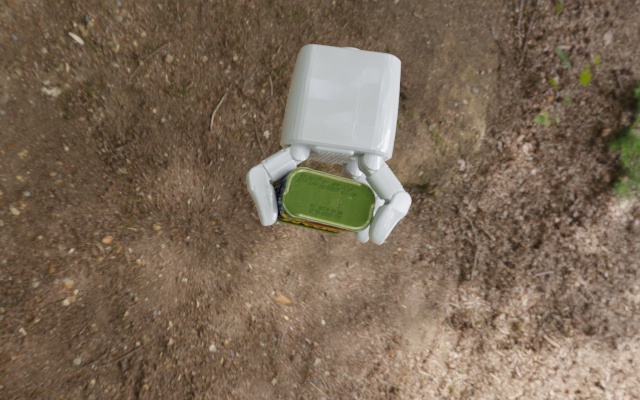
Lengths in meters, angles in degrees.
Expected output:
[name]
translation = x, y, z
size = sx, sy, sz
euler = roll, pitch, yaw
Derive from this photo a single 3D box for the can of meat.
[can of meat]
translation = 0.000, 0.002, 0.513
size = 0.102, 0.057, 0.084
euler = 14, -7, -13
